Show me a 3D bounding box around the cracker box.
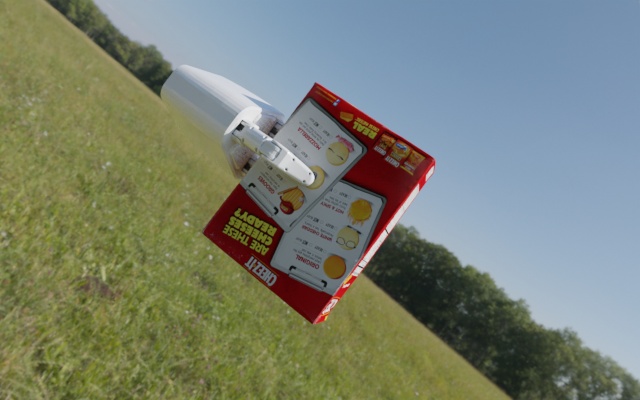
[{"bbox_3d":[0.000,0.002,0.538,0.164,0.213,0.072,36,-1,17],"label":"cracker box"}]
